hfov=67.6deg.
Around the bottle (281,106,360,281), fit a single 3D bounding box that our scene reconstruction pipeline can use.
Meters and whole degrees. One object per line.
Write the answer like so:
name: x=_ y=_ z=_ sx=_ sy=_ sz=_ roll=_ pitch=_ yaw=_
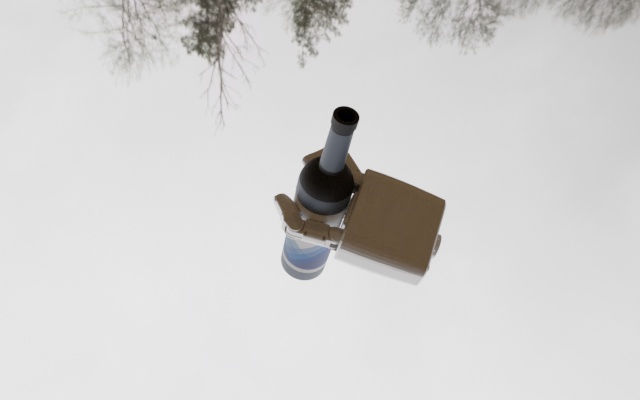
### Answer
bottle: x=0.000 y=0.002 z=0.590 sx=0.069 sy=0.069 sz=0.296 roll=0 pitch=-36 yaw=-12
